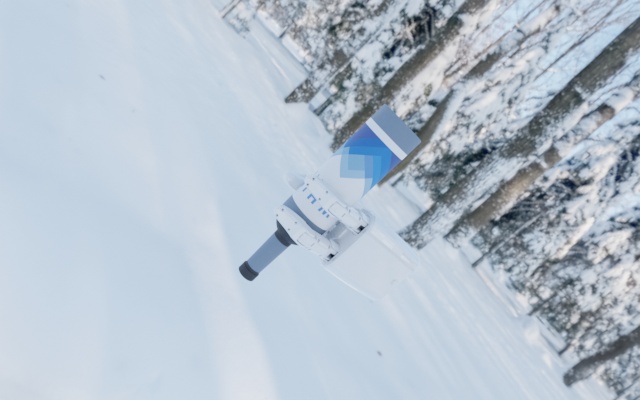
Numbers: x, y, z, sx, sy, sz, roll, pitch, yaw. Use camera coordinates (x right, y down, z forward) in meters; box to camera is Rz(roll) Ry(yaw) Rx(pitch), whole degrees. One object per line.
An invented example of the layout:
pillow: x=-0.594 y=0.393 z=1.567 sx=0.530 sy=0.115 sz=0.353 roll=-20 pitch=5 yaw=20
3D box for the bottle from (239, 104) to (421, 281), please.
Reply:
bottle: x=0.000 y=0.002 z=0.629 sx=0.296 sy=0.069 sz=0.069 roll=-44 pitch=-12 yaw=12
